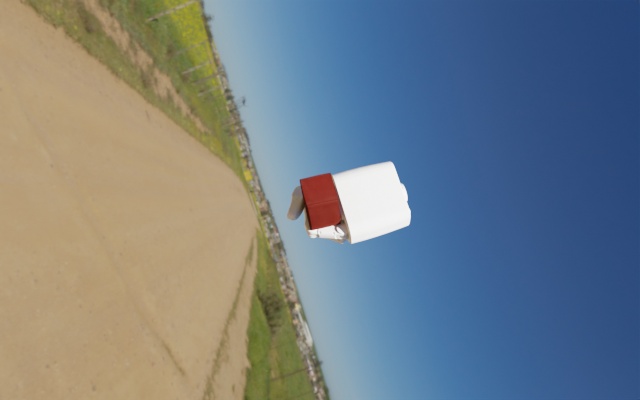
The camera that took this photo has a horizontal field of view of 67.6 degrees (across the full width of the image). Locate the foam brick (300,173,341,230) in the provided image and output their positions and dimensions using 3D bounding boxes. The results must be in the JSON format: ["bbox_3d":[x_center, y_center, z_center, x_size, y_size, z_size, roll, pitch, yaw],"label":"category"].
[{"bbox_3d":[0.000,0.002,0.751,0.051,0.053,0.078,-13,-33,-2],"label":"foam brick"}]
